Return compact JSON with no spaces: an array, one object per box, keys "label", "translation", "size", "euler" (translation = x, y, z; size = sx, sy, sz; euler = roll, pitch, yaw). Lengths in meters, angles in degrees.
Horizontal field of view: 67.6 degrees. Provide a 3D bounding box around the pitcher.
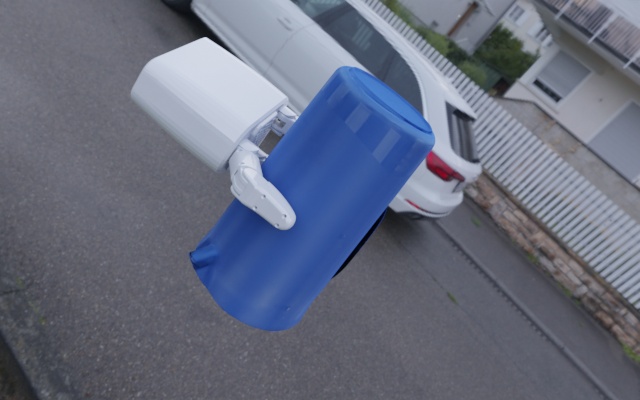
[{"label":"pitcher","translation":[0.000,0.001,0.465],"size":[0.145,0.243,0.149],"euler":[38,23,-2]}]
